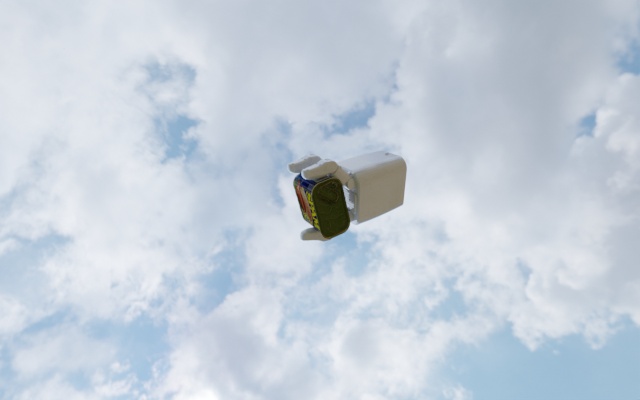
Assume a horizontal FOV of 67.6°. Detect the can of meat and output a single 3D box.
[{"bbox_3d":[0.000,0.003,0.814,0.057,0.102,0.084,-23,25,-19],"label":"can of meat"}]
